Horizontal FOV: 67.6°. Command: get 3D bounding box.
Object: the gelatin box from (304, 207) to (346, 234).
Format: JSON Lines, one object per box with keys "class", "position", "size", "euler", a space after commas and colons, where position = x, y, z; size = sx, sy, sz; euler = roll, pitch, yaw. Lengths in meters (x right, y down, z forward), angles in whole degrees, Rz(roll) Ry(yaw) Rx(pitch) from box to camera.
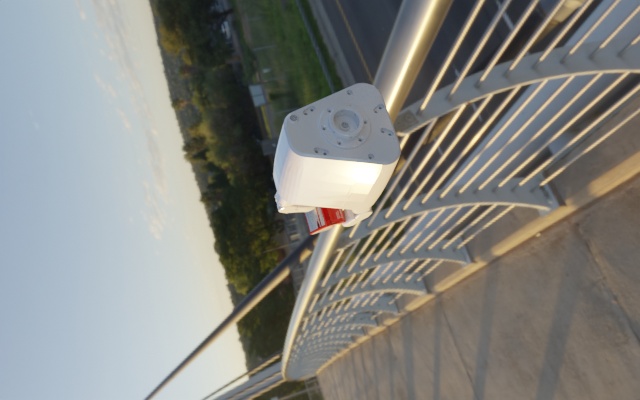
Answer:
{"class": "gelatin box", "position": [0.000, 0.002, 0.632], "size": [0.030, 0.073, 0.089], "euler": [-13, -7, -17]}
